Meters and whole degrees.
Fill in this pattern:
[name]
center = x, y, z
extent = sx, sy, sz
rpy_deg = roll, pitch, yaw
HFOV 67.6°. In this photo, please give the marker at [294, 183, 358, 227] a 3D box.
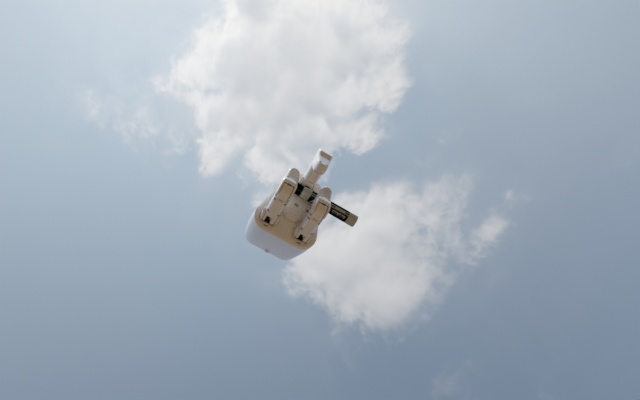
[marker]
center = 0.000, 0.002, 0.705
extent = 0.121, 0.020, 0.020
rpy_deg = 30, -5, -8
